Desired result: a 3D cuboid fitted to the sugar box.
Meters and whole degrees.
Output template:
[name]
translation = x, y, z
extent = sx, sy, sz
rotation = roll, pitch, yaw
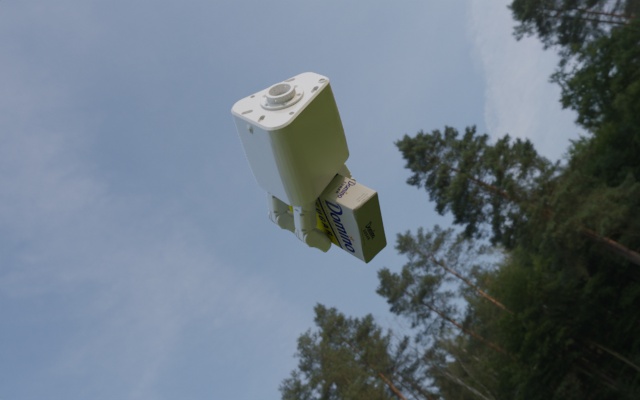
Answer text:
[sugar box]
translation = 0.000, 0.002, 0.607
extent = 0.048, 0.093, 0.176
rotation = -38, 45, -23
